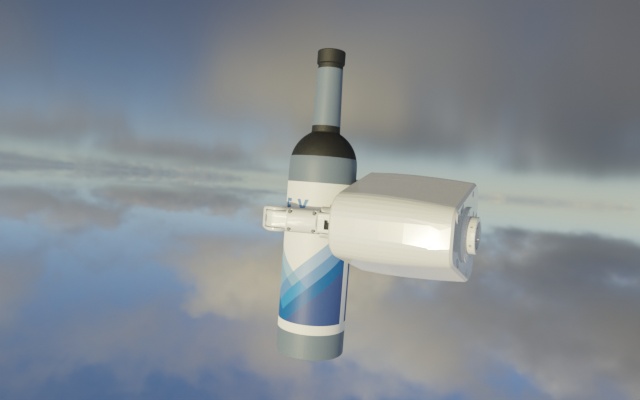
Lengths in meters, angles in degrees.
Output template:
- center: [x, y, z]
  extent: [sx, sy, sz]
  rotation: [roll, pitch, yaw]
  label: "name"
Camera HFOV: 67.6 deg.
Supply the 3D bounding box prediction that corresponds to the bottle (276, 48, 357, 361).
- center: [0.000, 0.002, 0.471]
  extent: [0.069, 0.296, 0.069]
  rotation: [4, 2, 0]
  label: "bottle"
